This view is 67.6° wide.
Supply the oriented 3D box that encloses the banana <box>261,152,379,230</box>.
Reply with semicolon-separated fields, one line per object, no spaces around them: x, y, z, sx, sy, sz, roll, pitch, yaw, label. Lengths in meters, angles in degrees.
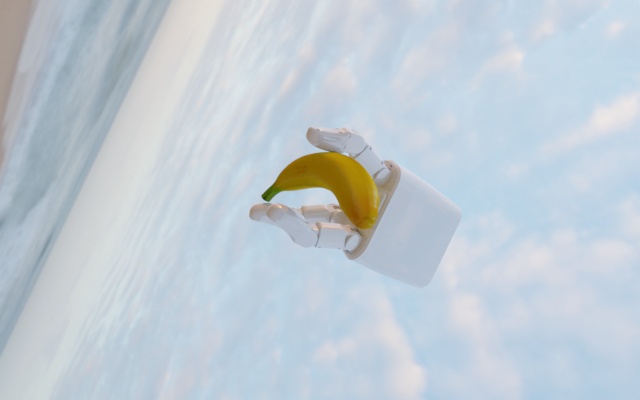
0.006;-0.016;0.462;0.037;0.069;0.198;30;-9;-28;banana
